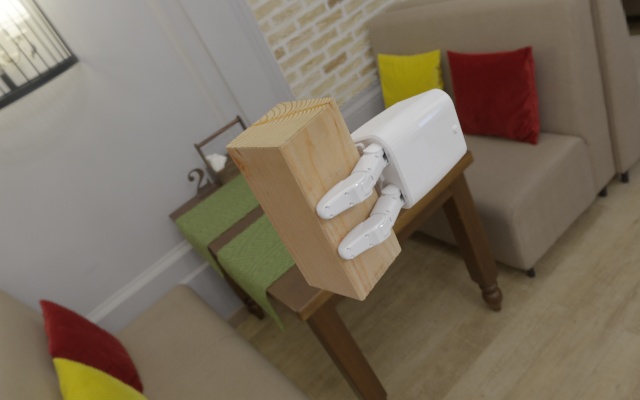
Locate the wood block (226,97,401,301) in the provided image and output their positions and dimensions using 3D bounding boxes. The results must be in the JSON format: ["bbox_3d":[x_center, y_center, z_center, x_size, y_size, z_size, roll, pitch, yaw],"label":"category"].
[{"bbox_3d":[0.000,0.001,0.528,0.091,0.206,0.090,7,44,46],"label":"wood block"}]
